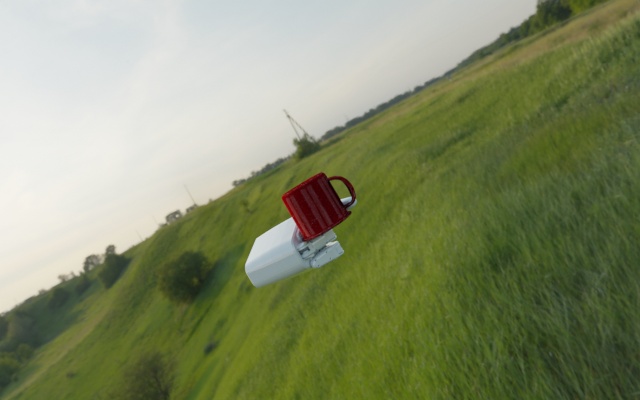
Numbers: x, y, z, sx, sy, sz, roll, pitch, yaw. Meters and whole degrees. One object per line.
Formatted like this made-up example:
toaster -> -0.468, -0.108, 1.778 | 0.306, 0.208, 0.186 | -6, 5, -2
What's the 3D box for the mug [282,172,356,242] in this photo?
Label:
mug -> 0.001, 0.002, 0.763 | 0.117, 0.081, 0.093 | -28, 6, 22
